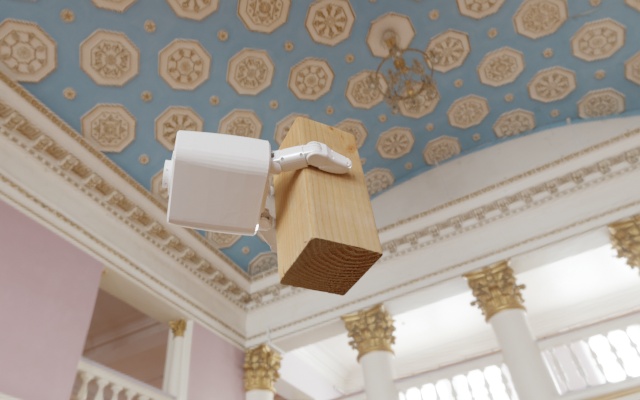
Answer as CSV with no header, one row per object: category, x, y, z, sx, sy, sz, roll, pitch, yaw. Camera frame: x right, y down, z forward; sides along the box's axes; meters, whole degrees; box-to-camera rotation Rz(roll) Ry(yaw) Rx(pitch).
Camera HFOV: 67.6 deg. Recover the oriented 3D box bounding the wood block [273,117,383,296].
wood block,0.000,0.002,0.598,0.090,0.206,0.091,15,-48,-24
